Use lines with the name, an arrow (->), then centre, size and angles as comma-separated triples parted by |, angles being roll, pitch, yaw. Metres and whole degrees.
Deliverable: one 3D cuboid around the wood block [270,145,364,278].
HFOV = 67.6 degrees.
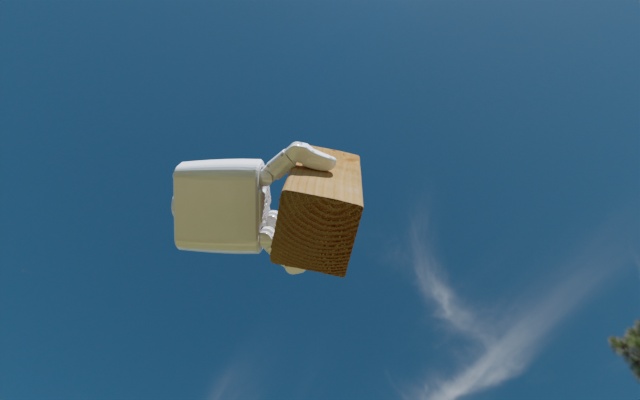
wood block -> 0.000, 0.002, 0.610 | 0.090, 0.091, 0.206 | 12, 21, -1
